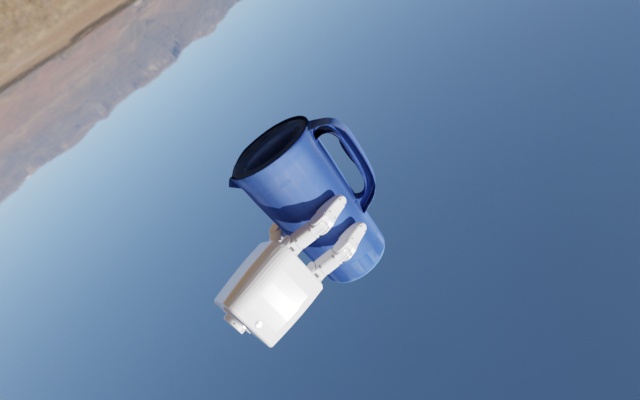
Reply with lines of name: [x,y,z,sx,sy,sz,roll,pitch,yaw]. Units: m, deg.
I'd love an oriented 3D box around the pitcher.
pitcher: [0.000,0.002,0.695,0.149,0.145,0.243,6,-40,55]
